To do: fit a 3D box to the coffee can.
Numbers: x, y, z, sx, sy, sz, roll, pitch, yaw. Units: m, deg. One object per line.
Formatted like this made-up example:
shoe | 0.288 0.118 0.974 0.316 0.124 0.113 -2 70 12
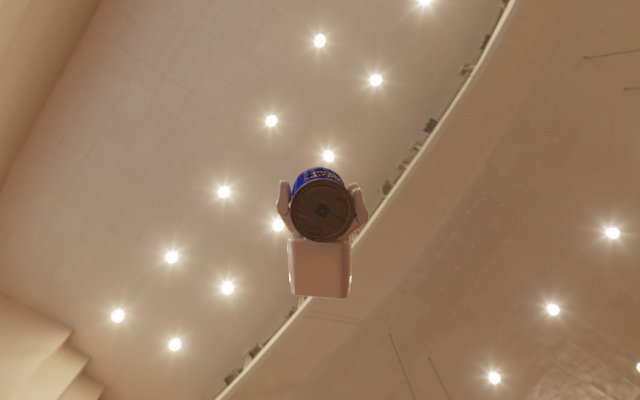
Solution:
coffee can | 0.000 0.003 0.816 0.103 0.103 0.140 0 12 -2
